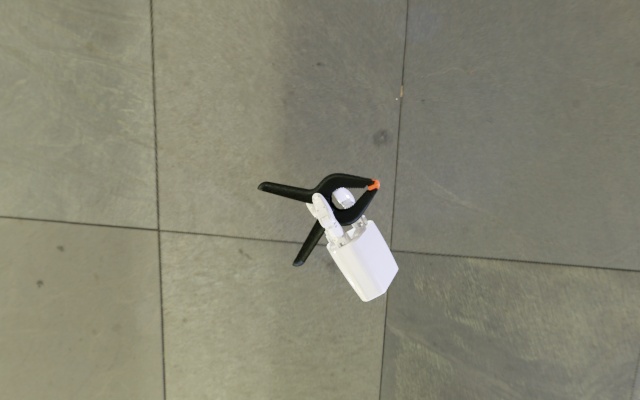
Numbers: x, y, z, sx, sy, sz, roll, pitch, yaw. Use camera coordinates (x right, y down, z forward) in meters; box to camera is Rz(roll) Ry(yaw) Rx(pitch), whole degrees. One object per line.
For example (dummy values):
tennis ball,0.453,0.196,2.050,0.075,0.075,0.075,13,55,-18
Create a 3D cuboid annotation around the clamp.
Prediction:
clamp,0.001,0.003,0.837,0.210,0.164,0.036,-30,5,14
